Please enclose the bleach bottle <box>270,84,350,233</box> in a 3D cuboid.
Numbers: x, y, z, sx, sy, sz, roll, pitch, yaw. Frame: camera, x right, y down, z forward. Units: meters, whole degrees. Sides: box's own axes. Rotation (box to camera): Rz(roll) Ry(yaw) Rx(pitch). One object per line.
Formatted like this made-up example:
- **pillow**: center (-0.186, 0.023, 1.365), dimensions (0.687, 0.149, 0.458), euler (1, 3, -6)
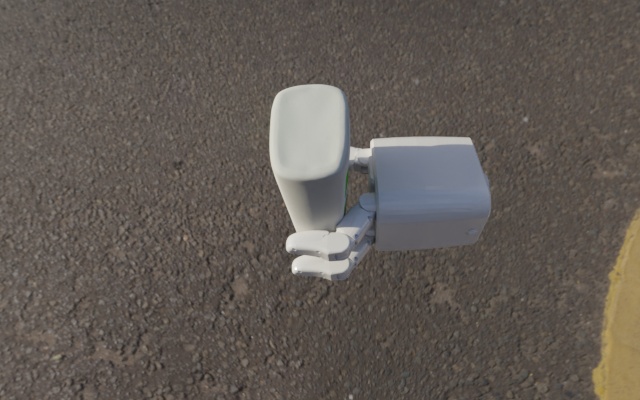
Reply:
- **bleach bottle**: center (0.000, 0.002, 0.502), dimensions (0.068, 0.102, 0.251), euler (-2, -29, 4)
